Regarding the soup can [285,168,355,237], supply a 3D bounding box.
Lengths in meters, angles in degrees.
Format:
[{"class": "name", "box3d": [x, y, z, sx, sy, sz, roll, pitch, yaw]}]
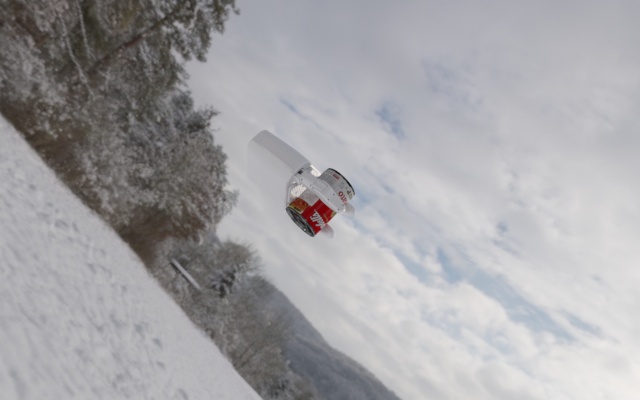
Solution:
[{"class": "soup can", "box3d": [0.001, 0.003, 0.805, 0.102, 0.068, 0.068, -45, 14, -15]}]
